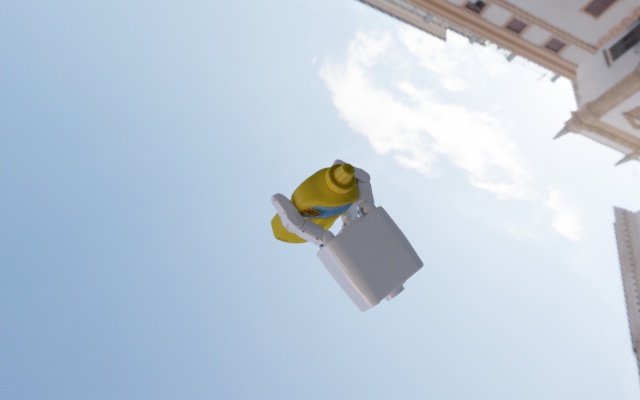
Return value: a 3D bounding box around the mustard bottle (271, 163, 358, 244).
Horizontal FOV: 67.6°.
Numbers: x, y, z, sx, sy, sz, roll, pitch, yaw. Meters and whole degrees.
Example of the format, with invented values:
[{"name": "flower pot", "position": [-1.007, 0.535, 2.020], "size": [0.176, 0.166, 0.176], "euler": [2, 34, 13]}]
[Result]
[{"name": "mustard bottle", "position": [0.000, 0.002, 0.697], "size": [0.096, 0.058, 0.192], "euler": [-4, -25, -27]}]
